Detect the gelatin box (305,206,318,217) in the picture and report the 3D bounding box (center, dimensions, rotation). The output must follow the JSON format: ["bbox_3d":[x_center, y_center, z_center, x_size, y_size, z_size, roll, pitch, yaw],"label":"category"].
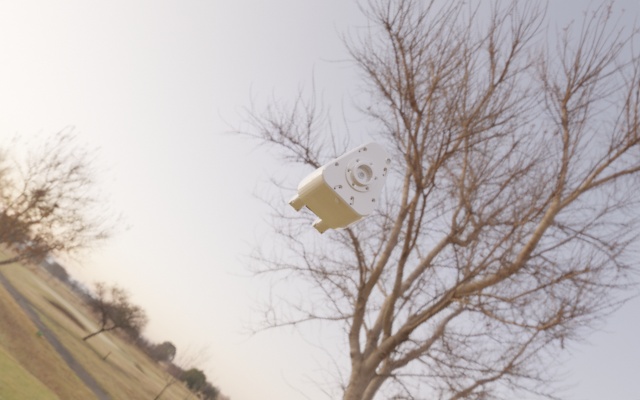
[{"bbox_3d":[0.000,0.003,0.838,0.073,0.030,0.089,39,-17,6],"label":"gelatin box"}]
